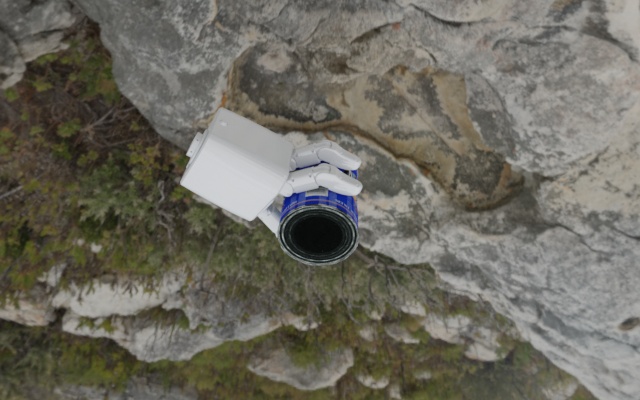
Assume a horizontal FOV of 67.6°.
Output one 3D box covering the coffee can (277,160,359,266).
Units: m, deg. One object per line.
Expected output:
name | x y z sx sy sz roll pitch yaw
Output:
coffee can | 0.000 0.002 0.645 0.103 0.103 0.140 0 38 3
